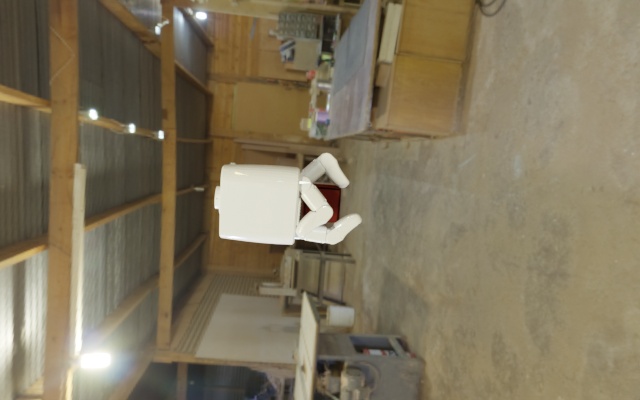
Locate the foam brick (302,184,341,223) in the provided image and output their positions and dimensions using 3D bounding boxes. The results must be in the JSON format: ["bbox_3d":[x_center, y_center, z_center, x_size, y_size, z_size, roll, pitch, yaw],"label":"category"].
[{"bbox_3d":[0.000,0.002,0.727,0.051,0.053,0.078,3,4,-5],"label":"foam brick"}]
